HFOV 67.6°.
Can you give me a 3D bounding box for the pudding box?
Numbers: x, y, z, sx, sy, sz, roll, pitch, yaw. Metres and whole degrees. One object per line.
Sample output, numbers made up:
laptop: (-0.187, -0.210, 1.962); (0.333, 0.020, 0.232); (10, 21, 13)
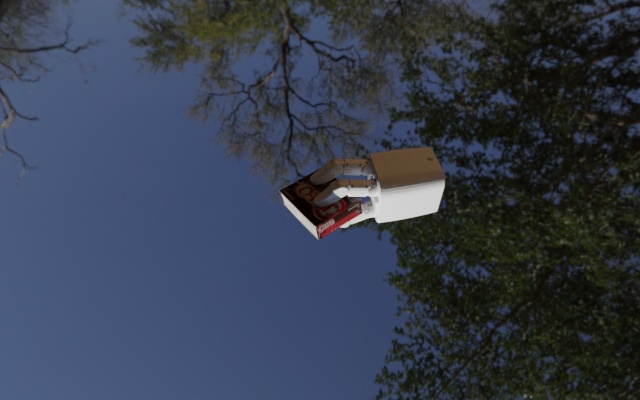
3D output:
pudding box: (0.000, 0.003, 0.785); (0.090, 0.039, 0.113); (-30, 45, -21)
